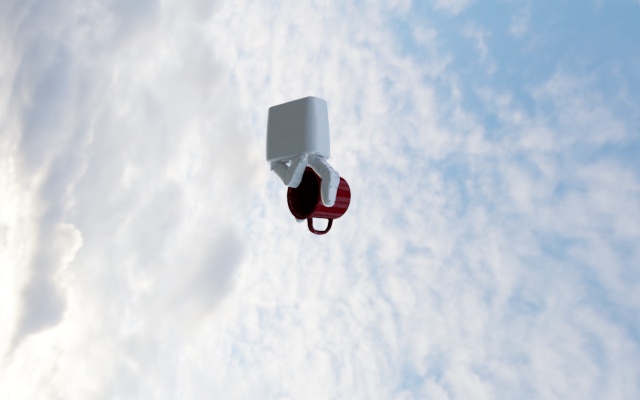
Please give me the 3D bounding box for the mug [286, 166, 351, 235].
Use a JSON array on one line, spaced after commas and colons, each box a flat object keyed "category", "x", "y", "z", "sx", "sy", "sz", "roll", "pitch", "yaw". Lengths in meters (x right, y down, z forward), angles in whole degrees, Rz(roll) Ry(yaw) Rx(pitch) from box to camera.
[{"category": "mug", "x": 0.000, "y": 0.004, "z": 0.842, "sx": 0.081, "sy": 0.117, "sz": 0.093, "roll": 8, "pitch": -15, "yaw": -41}]
